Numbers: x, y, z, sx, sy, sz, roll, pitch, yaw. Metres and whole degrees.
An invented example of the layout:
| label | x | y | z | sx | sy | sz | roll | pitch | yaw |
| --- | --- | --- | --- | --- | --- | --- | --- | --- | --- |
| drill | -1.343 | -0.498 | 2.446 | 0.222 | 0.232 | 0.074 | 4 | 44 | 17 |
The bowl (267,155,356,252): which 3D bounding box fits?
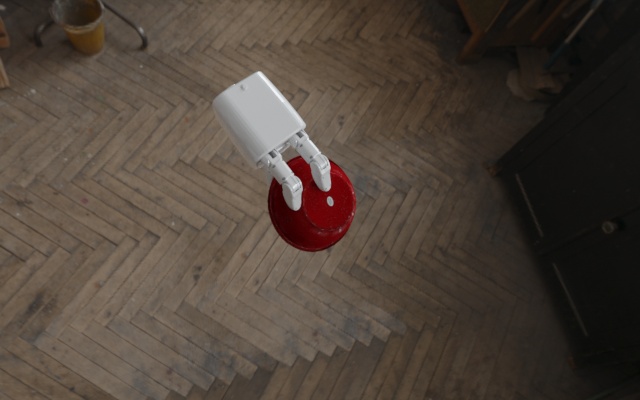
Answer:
| label | x | y | z | sx | sy | sz | roll | pitch | yaw |
| --- | --- | --- | --- | --- | --- | --- | --- | --- | --- |
| bowl | 0.001 | 0.003 | 0.762 | 0.162 | 0.162 | 0.055 | 0 | -3 | -29 |
